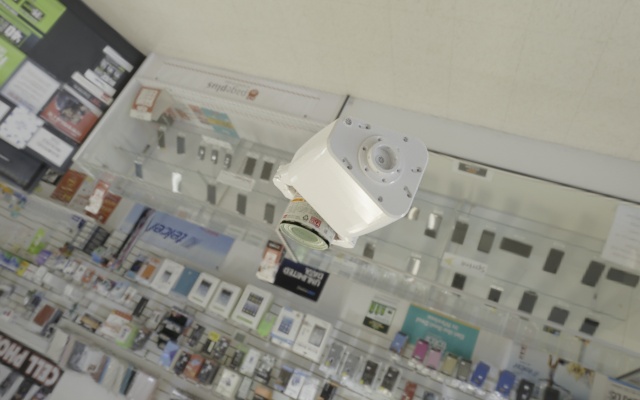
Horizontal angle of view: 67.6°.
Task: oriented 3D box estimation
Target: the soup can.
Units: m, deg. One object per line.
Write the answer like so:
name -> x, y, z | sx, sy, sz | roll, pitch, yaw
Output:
soup can -> 0.000, 0.002, 0.593 | 0.068, 0.102, 0.068 | 22, -22, 9
